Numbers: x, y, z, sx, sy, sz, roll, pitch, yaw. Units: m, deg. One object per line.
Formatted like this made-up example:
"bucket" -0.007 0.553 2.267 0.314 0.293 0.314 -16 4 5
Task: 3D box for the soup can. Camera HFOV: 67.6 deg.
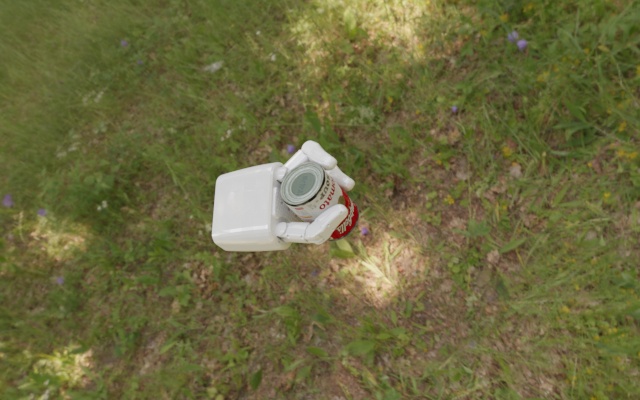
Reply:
"soup can" 0.000 0.002 0.641 0.068 0.068 0.102 0 -30 34
